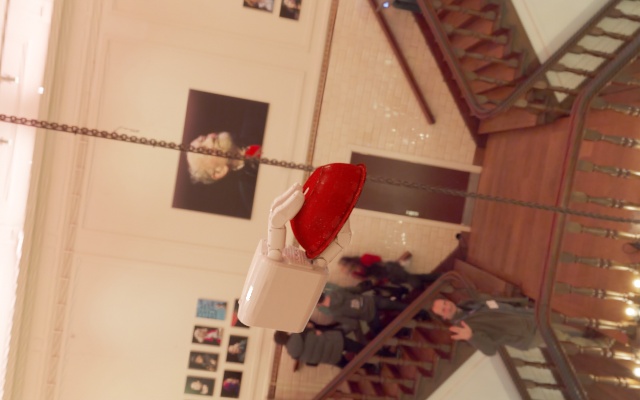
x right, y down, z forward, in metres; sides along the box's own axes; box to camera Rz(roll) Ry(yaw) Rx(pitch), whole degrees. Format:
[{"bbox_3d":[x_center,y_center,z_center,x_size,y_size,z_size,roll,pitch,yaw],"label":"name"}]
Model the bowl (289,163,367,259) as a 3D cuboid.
[{"bbox_3d":[0.000,0.001,0.699,0.055,0.162,0.162,31,-7,-12],"label":"bowl"}]
